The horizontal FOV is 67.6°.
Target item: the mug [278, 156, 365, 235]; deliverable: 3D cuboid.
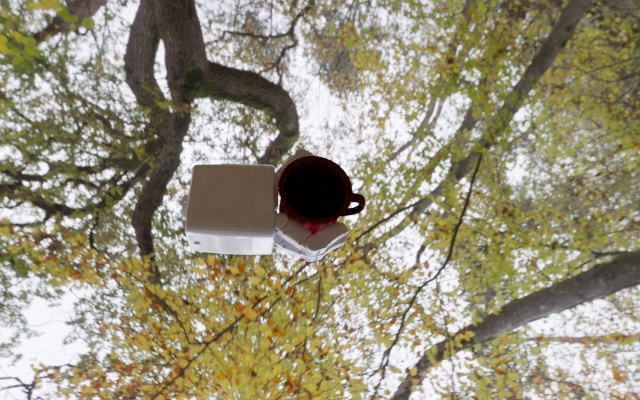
[{"bbox_3d":[0.001,0.002,0.626,0.117,0.093,0.081,3,-25,-9],"label":"mug"}]
